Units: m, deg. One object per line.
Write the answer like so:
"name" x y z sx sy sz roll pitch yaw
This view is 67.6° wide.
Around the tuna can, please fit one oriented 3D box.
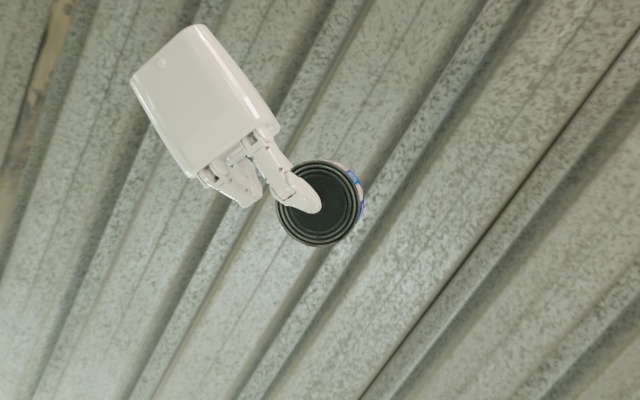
"tuna can" 0.000 0.002 0.479 0.086 0.086 0.033 0 8 15
